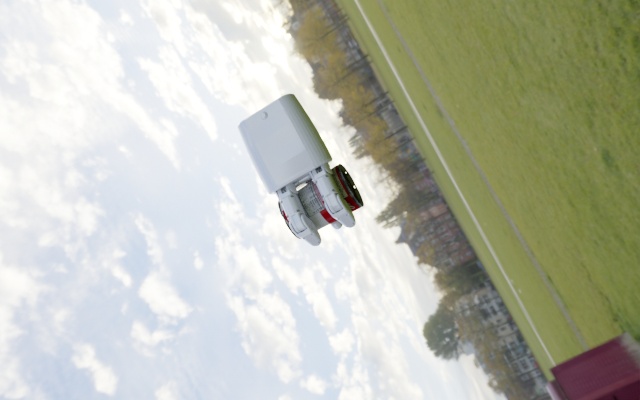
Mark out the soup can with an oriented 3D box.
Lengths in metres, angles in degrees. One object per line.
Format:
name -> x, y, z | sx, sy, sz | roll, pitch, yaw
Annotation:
soup can -> 0.000, 0.003, 0.668 | 0.102, 0.068, 0.068 | -29, -7, 13
